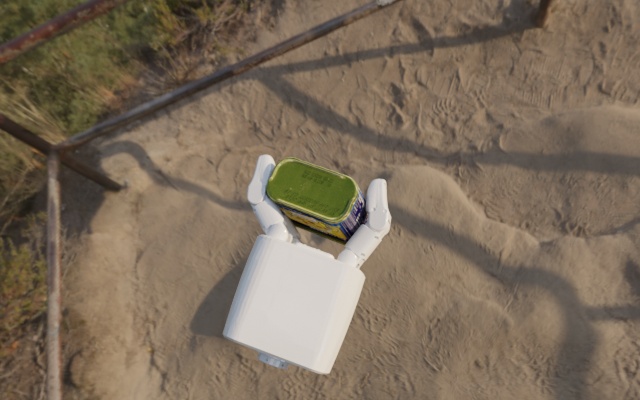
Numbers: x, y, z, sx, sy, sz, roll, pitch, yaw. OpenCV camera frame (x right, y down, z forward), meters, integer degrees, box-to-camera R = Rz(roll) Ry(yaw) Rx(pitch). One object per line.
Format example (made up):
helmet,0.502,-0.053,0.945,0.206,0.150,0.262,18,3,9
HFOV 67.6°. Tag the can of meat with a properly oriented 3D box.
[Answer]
can of meat,0.000,0.002,0.516,0.102,0.057,0.084,20,-13,21
